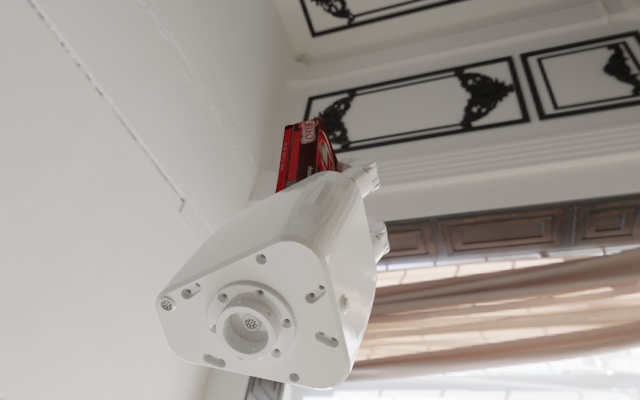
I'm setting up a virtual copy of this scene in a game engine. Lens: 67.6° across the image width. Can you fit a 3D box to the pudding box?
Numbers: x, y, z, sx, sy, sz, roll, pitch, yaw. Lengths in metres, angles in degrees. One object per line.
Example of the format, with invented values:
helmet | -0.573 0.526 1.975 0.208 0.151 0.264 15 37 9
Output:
pudding box | 0.000 0.001 0.405 0.039 0.090 0.114 -9 -45 13
